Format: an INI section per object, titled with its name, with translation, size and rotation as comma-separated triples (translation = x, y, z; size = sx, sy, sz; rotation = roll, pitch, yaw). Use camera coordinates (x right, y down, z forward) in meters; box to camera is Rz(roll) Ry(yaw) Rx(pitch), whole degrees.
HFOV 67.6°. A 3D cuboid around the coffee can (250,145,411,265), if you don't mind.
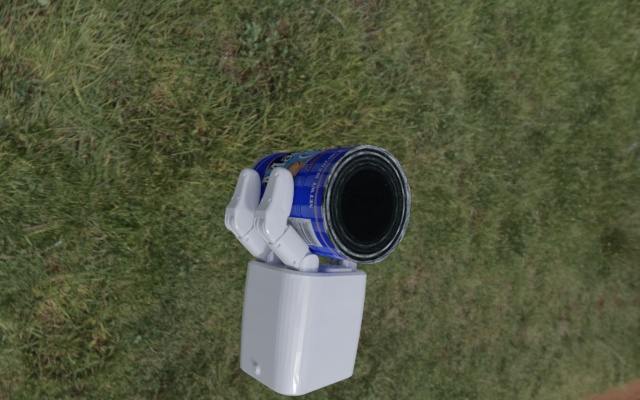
[coffee can]
translation = 0.000, 0.001, 0.460
size = 0.103, 0.103, 0.140
rotation = 0, 2, -37
